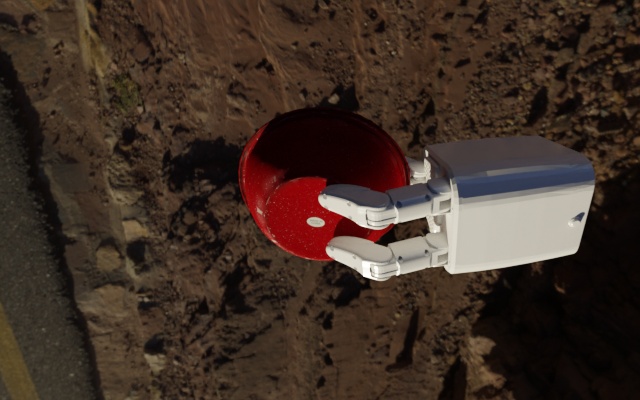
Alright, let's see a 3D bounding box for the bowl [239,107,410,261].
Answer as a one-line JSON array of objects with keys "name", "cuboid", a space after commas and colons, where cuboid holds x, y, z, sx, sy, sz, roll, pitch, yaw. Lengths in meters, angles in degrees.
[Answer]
[{"name": "bowl", "cuboid": [-0.001, 0.002, 0.427, 0.162, 0.162, 0.055, 0, 36, 8]}]
